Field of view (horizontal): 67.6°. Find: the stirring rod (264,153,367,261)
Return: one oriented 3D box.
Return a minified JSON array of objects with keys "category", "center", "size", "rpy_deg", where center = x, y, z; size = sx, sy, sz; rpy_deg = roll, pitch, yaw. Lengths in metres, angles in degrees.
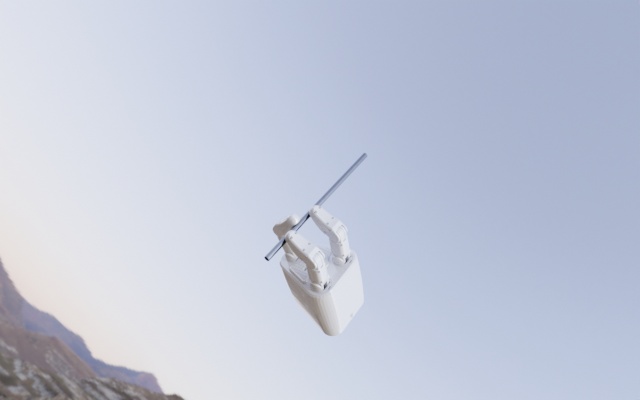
[{"category":"stirring rod","center":[0.000,0.002,0.683],"size":[0.011,0.011,0.239],"rpy_deg":[0,38,47]}]
